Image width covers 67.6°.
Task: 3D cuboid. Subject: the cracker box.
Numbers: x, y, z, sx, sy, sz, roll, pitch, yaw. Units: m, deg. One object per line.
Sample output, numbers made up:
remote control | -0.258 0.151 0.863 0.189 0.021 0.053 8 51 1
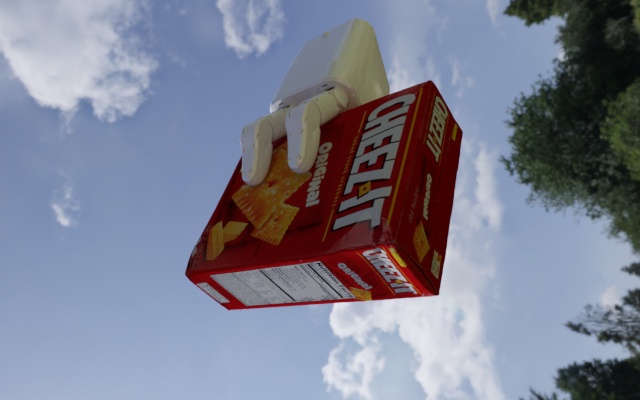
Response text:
cracker box | 0.000 0.001 0.408 0.214 0.164 0.072 -13 -47 37
